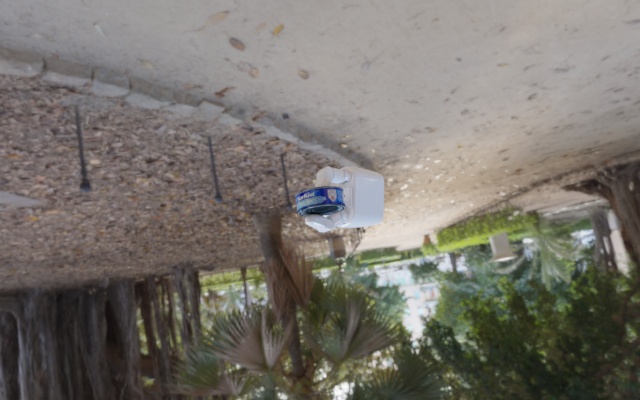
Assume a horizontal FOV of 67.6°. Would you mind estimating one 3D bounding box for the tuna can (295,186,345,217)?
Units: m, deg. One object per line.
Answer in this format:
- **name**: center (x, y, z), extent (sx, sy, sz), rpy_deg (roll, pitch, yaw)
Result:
- **tuna can**: center (0.000, 0.003, 0.837), extent (0.086, 0.033, 0.086), rpy_deg (-7, -14, -2)
